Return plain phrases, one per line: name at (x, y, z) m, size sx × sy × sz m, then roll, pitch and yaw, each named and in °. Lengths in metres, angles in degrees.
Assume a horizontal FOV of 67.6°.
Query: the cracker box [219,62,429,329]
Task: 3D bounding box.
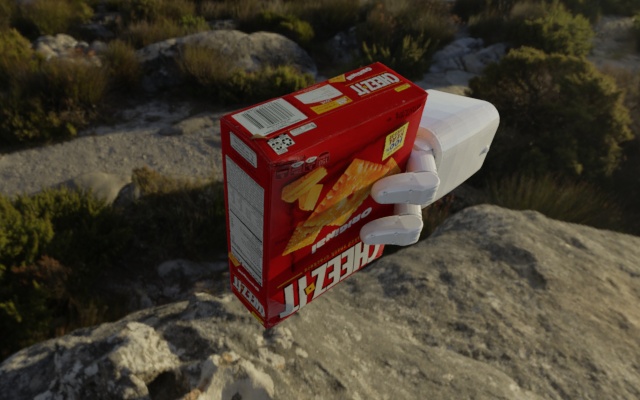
cracker box at (0.000, 0.001, 0.438) m, size 0.164 × 0.214 × 0.072 m, roll -27°, pitch 53°, yaw -31°
